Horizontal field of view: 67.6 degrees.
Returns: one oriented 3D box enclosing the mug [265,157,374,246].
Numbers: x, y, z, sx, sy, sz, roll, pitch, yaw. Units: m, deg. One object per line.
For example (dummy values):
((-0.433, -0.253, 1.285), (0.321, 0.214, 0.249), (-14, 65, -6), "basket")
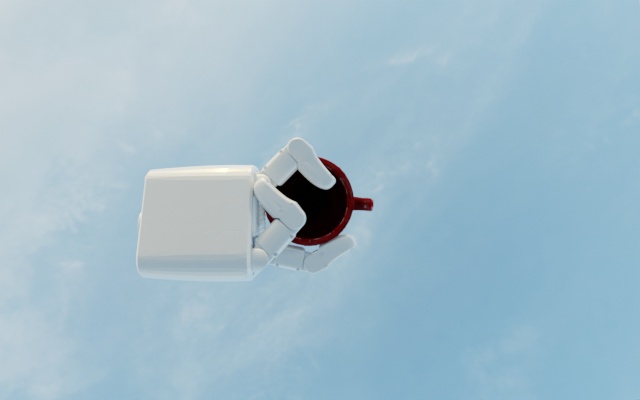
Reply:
((0.002, 0.002, 0.530), (0.117, 0.093, 0.081), (0, -2, 0), "mug")
